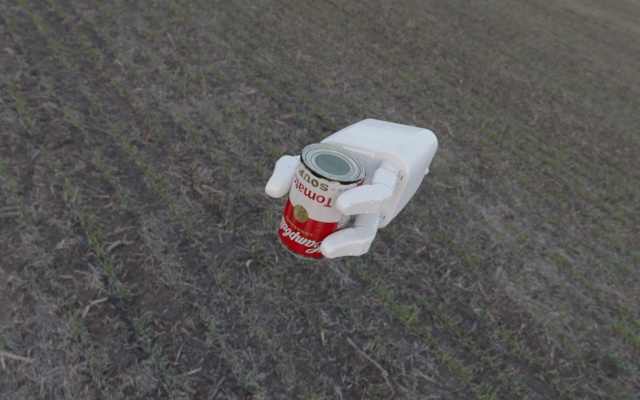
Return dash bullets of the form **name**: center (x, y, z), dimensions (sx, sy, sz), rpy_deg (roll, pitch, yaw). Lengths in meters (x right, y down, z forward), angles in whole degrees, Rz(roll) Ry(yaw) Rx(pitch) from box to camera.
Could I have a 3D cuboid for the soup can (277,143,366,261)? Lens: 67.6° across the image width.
- **soup can**: center (0.000, 0.002, 0.487), dimensions (0.068, 0.102, 0.068), rpy_deg (12, 35, -9)
